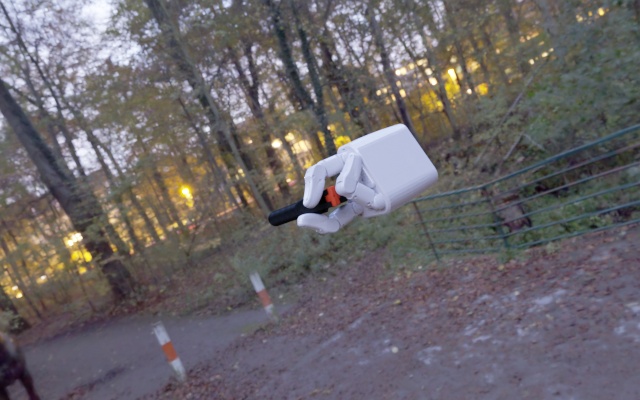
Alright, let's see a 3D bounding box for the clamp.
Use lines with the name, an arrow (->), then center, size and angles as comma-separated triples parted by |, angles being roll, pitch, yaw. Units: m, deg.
clamp -> 0.000, 0.002, 0.727 | 0.120, 0.039, 0.171 | -26, 5, -29
